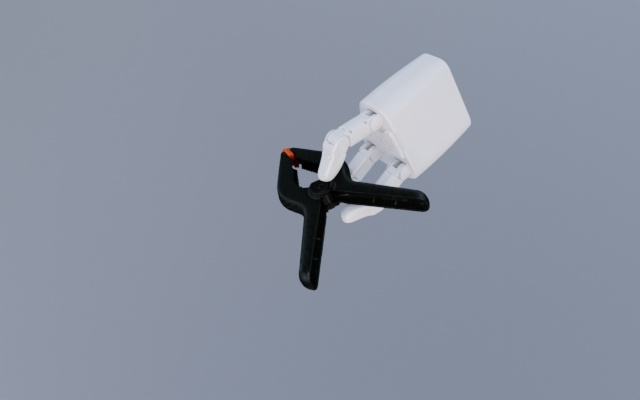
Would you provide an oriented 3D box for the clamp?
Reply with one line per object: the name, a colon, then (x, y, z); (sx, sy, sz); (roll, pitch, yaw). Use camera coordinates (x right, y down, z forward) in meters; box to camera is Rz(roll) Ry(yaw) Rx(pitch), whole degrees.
clamp: (0.000, 0.001, 0.567); (0.164, 0.036, 0.210); (-39, 47, -13)
